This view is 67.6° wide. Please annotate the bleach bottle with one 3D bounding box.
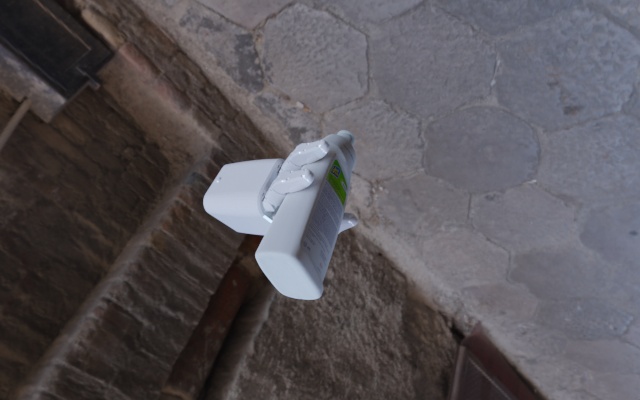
[{"bbox_3d":[0.000,0.002,0.653,0.068,0.250,0.103,0,-43,30],"label":"bleach bottle"}]
